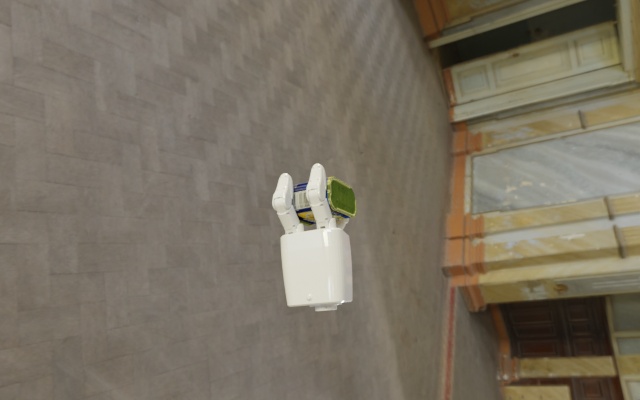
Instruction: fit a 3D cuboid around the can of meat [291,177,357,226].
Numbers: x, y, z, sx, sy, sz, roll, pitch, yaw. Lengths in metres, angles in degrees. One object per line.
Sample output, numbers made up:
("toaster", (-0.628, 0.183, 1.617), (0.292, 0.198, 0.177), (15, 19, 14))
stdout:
("can of meat", (0.000, 0.002, 0.752), (0.084, 0.057, 0.102), (-10, -16, 26))
